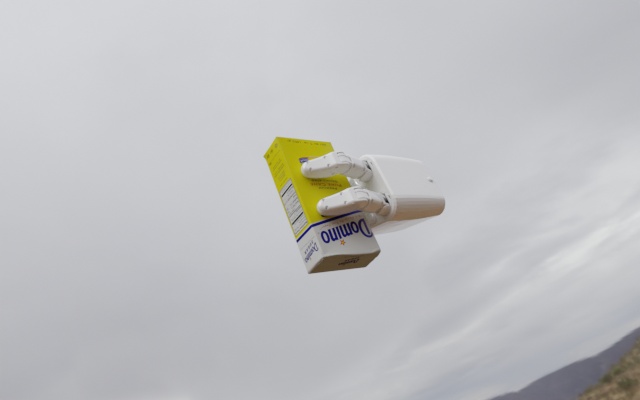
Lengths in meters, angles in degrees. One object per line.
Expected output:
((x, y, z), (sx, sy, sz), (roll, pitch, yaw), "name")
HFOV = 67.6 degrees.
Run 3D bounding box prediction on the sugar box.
((0.000, 0.002, 0.598), (0.093, 0.176, 0.048), (-1, -37, -38), "sugar box")
